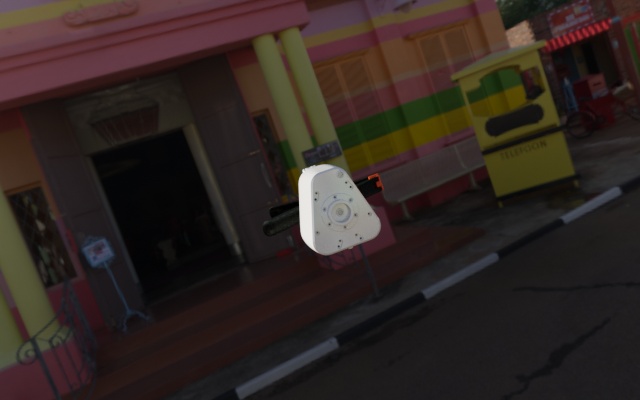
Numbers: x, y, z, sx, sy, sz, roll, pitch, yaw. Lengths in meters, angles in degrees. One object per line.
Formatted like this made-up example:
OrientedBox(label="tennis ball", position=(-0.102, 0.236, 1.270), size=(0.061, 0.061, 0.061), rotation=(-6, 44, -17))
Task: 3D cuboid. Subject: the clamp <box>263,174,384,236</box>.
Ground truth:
OrientedBox(label="clamp", position=(0.000, 0.002, 0.803), size=(0.210, 0.036, 0.164), rotation=(-21, 9, -6))
